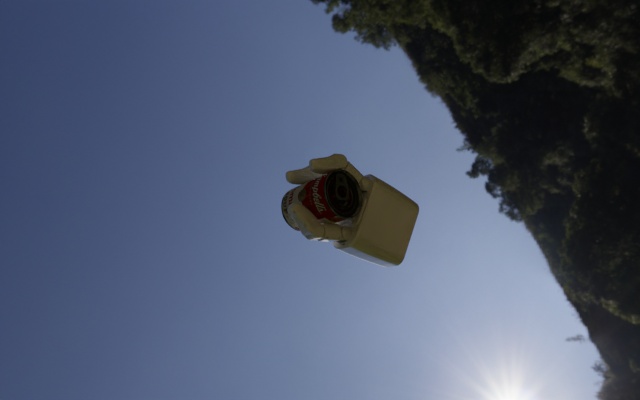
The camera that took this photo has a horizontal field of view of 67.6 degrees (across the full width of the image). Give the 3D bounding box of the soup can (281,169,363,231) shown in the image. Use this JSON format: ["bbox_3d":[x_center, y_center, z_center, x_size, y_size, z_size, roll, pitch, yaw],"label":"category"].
[{"bbox_3d":[0.000,0.002,0.672,0.068,0.068,0.102,0,-13,-41],"label":"soup can"}]
